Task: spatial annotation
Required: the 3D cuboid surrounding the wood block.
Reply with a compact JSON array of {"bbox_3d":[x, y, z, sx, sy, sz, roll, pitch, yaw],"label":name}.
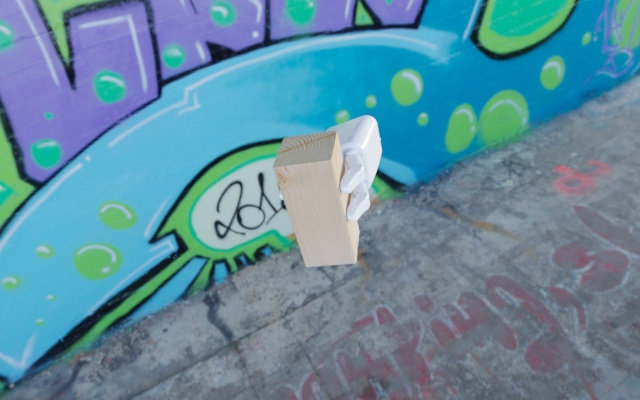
[{"bbox_3d":[0.000,0.002,0.778,0.091,0.206,0.090,-6,36,13],"label":"wood block"}]
